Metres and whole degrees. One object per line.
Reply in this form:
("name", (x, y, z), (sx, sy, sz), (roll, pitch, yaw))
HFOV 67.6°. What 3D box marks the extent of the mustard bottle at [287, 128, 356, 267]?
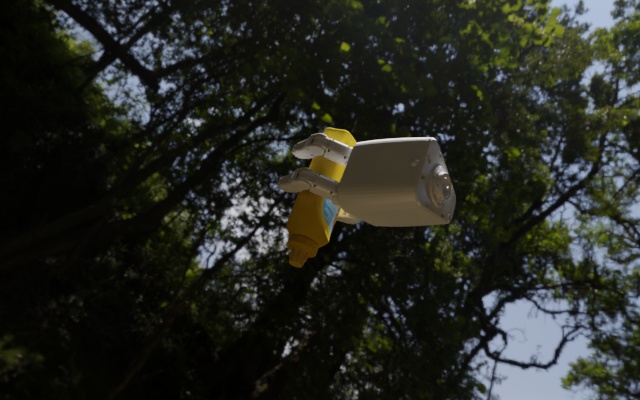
("mustard bottle", (0.000, 0.002, 0.649), (0.058, 0.191, 0.096), (13, -28, 16))
